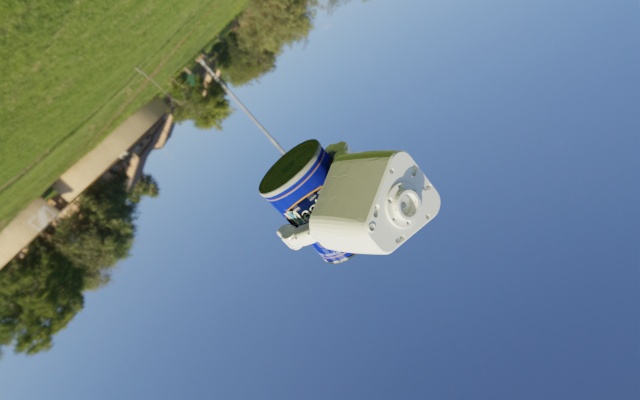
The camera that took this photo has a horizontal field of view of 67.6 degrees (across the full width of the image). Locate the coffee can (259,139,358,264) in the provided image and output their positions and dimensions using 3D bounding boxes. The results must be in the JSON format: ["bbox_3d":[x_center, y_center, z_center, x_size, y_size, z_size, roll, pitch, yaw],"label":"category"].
[{"bbox_3d":[0.000,0.002,0.650,0.140,0.102,0.103,48,-24,-23],"label":"coffee can"}]
